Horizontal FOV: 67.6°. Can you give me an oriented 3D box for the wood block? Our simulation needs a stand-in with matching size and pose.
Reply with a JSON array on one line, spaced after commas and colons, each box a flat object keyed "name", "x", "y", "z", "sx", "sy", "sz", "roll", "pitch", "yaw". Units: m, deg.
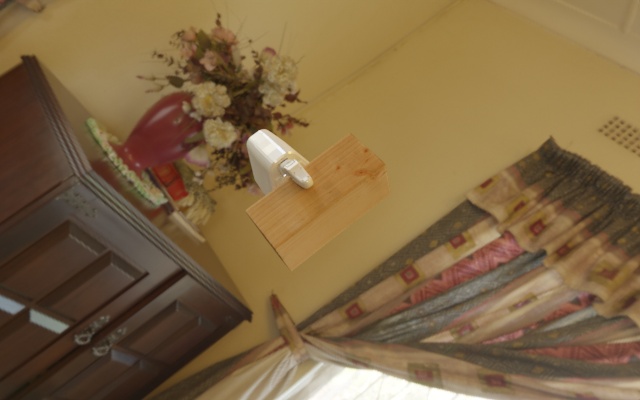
[{"name": "wood block", "x": 0.000, "y": 0.002, "z": 0.751, "sx": 0.206, "sy": 0.090, "sz": 0.091, "roll": -38, "pitch": -32, "yaw": -8}]
